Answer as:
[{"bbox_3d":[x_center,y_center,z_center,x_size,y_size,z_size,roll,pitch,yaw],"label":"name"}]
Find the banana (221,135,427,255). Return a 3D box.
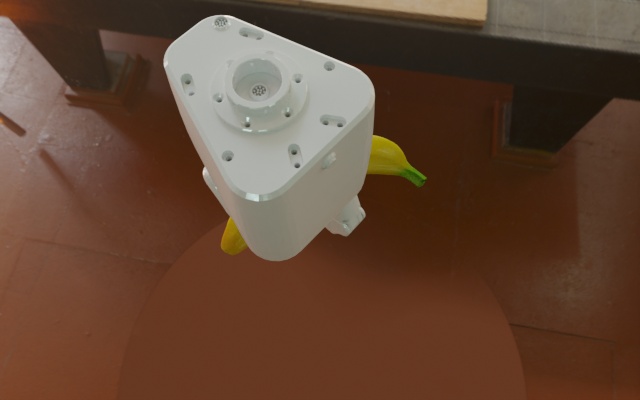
[{"bbox_3d":[-0.004,-0.016,0.432,0.198,0.069,0.037,-20,-19,-8],"label":"banana"}]
